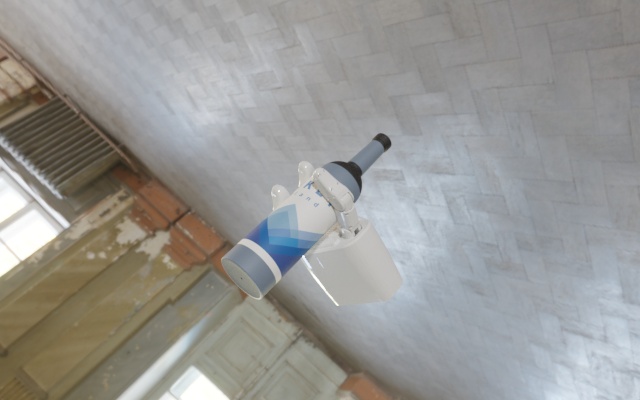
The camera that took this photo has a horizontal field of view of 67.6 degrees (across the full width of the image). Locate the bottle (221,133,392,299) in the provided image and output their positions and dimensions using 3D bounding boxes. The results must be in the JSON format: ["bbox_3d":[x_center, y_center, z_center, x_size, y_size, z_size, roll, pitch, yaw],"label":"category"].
[{"bbox_3d":[0.000,0.002,0.628,0.295,0.069,0.069,-44,25,-29],"label":"bottle"}]
